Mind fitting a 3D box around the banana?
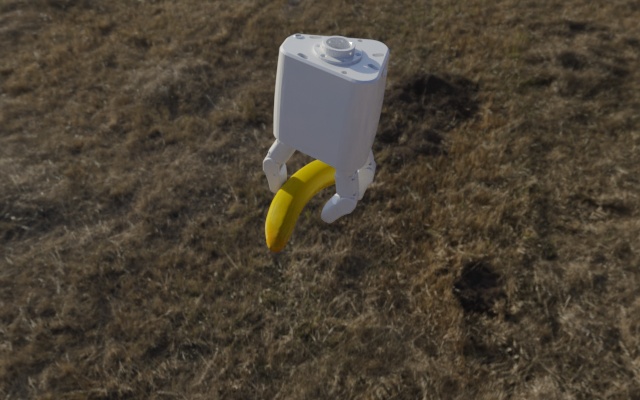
[{"bbox_3d":[-0.012,-0.010,0.601,0.069,0.037,0.197,37,50,22],"label":"banana"}]
